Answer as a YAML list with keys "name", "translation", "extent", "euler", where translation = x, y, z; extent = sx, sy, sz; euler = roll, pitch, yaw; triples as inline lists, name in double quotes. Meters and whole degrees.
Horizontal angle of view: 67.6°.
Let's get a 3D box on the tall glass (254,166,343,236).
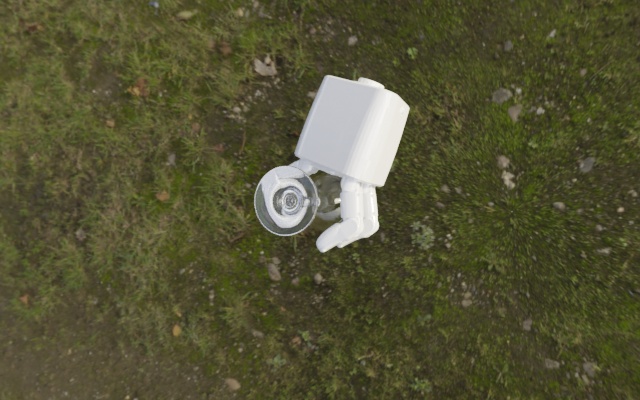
- name: "tall glass"
  translation: [0.000, 0.002, 0.592]
  extent: [0.079, 0.079, 0.201]
  euler: [0, -1, 22]
